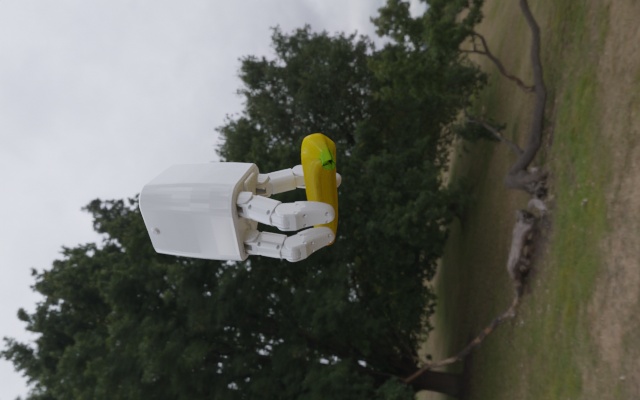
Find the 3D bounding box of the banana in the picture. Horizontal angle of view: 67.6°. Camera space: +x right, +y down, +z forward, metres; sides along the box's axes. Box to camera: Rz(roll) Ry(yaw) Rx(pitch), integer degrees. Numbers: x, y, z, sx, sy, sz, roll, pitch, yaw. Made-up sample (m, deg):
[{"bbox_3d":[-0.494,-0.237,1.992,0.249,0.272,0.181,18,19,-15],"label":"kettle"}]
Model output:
[{"bbox_3d":[0.000,-0.017,0.524,0.037,0.069,0.198,-1,-27,2],"label":"banana"}]
